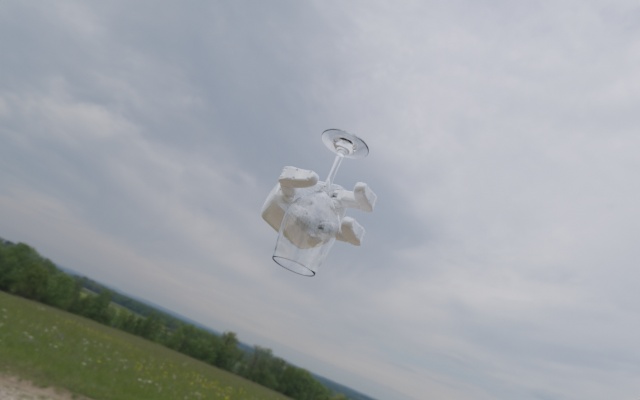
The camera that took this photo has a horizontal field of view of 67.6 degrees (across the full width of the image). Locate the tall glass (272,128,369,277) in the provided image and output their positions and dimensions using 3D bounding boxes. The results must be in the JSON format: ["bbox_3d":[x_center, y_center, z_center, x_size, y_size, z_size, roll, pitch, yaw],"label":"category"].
[{"bbox_3d":[0.000,0.002,0.666,0.079,0.201,0.079,20,-22,8],"label":"tall glass"}]
